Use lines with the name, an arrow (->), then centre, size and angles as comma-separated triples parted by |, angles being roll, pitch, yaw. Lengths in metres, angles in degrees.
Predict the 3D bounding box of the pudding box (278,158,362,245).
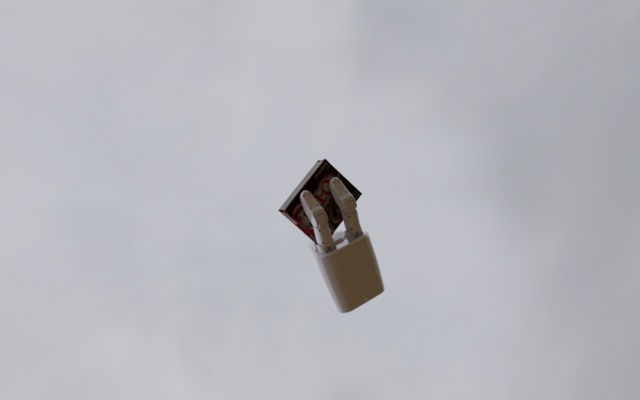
pudding box -> 0.000, 0.003, 0.780 | 0.090, 0.113, 0.039 | 42, -18, -20
